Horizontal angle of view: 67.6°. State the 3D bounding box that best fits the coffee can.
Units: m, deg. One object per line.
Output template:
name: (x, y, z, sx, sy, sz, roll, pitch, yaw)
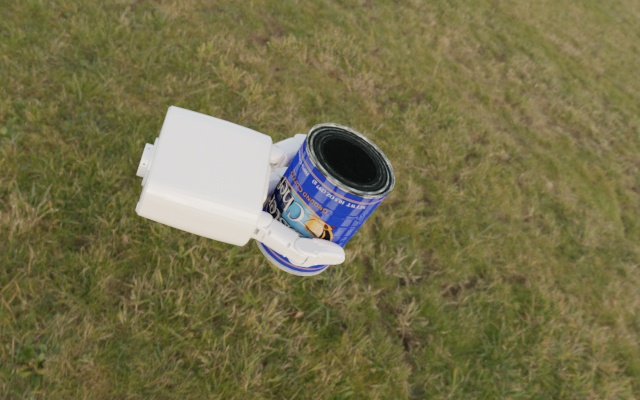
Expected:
coffee can: (0.000, 0.002, 0.521, 0.103, 0.102, 0.140, 0, -40, -36)
